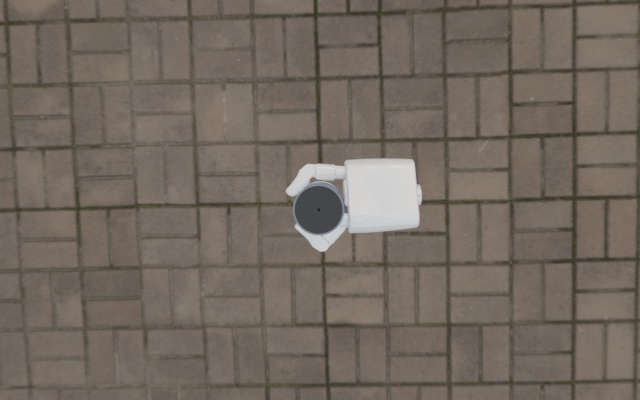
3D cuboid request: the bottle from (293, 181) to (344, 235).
[{"bbox_3d":[0.000,0.002,0.757,0.069,0.069,0.295,0,4,1],"label":"bottle"}]
